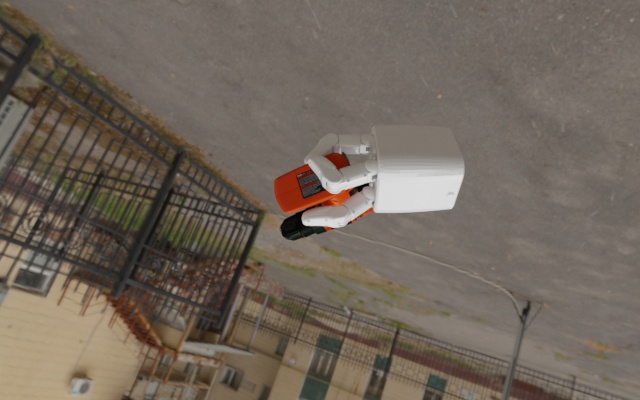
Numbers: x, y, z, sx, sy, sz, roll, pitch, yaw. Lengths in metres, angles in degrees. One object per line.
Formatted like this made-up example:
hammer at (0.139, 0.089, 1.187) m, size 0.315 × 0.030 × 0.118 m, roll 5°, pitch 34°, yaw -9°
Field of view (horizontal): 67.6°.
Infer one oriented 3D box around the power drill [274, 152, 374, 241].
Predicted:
power drill at (0.000, 0.002, 0.699) m, size 0.184 × 0.057 × 0.188 m, roll -24°, pitch -17°, yaw 10°
